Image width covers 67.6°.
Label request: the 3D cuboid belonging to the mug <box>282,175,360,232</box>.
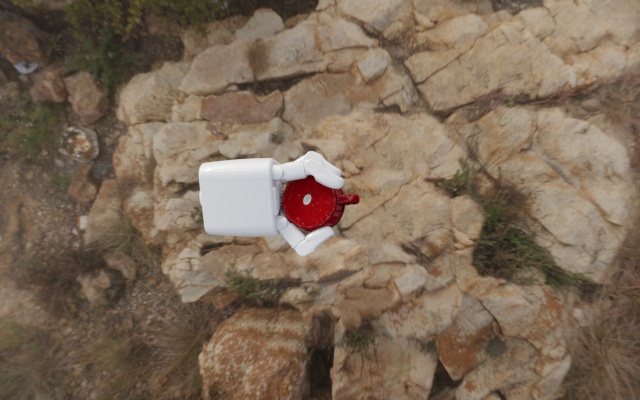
[{"bbox_3d":[0.002,0.002,0.718,0.117,0.093,0.081,-1,-3,7],"label":"mug"}]
